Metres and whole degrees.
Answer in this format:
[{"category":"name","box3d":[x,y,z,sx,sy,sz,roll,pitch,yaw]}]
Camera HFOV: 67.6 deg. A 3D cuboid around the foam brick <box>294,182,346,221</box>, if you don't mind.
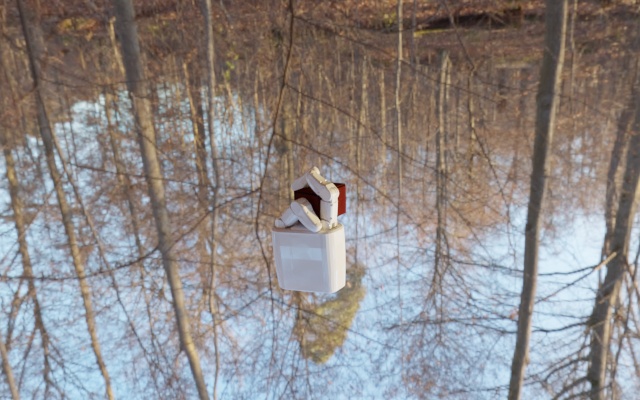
[{"category":"foam brick","box3d":[0.000,0.002,0.791,0.053,0.051,0.078,7,18,37]}]
